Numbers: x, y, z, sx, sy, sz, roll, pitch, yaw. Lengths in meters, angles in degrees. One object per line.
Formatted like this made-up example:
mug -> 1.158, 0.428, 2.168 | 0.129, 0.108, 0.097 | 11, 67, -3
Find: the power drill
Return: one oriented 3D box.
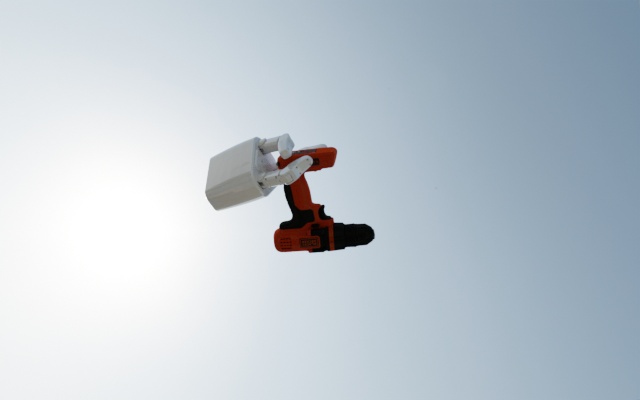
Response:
power drill -> 0.000, 0.002, 0.848 | 0.184, 0.188, 0.057 | -5, 15, 2
